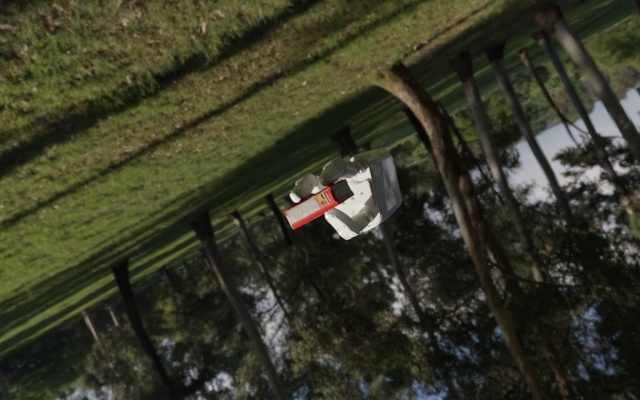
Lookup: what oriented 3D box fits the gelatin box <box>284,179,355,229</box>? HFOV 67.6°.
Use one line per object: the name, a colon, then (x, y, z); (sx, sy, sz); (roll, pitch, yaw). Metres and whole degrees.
gelatin box: (0.000, 0.003, 0.648); (0.073, 0.030, 0.089); (-28, 1, 20)
